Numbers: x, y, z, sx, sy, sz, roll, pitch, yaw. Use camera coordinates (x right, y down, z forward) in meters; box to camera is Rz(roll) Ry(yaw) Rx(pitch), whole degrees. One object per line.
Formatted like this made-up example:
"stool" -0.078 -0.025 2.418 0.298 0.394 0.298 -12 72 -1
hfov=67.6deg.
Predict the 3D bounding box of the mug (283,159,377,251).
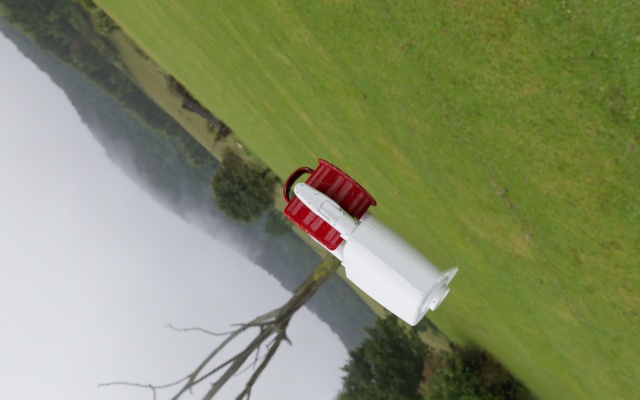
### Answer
"mug" -0.001 0.001 0.597 0.117 0.081 0.093 36 -5 26
